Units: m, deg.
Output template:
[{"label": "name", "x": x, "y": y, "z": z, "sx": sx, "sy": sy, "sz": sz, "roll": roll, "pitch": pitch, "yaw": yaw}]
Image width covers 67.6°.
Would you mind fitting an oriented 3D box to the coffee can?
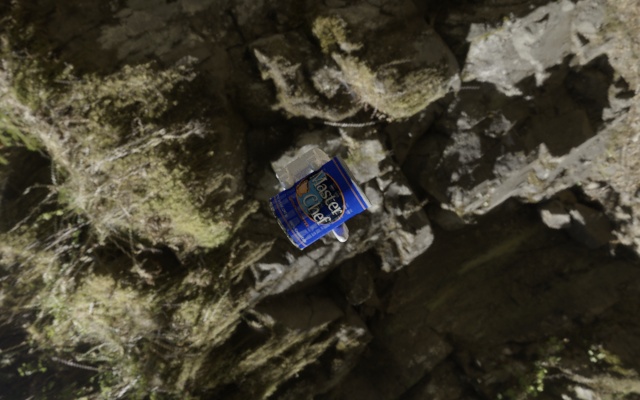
[{"label": "coffee can", "x": 0.000, "y": 0.003, "z": 0.798, "sx": 0.140, "sy": 0.103, "sz": 0.103, "roll": -33, "pitch": -3, "yaw": 5}]
